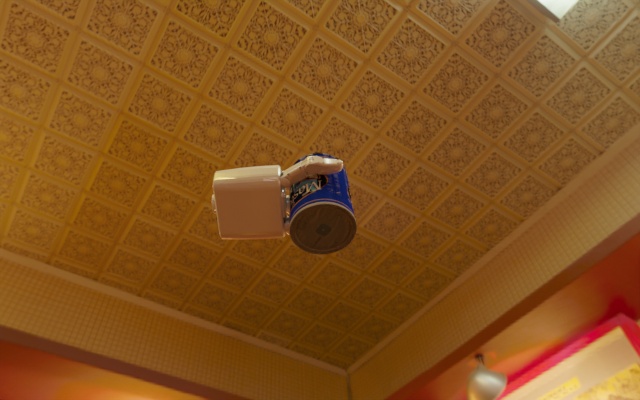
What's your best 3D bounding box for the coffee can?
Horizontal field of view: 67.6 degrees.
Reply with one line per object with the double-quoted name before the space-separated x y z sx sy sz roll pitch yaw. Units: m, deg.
"coffee can" 0.000 0.003 0.776 0.103 0.103 0.140 0 38 -4
